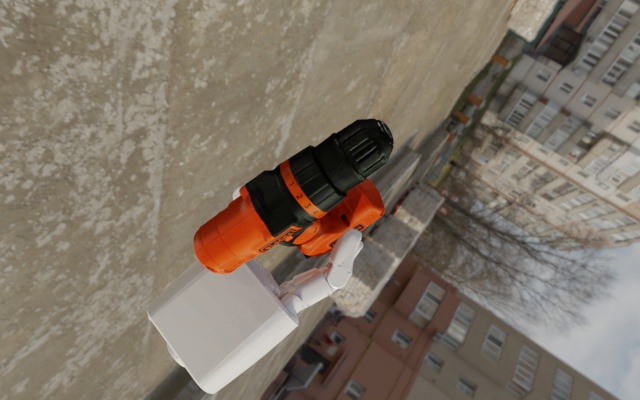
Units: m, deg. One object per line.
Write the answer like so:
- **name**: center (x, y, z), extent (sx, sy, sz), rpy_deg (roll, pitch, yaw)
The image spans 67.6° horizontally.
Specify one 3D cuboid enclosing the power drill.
- **power drill**: center (0.000, 0.002, 0.439), extent (0.184, 0.057, 0.187), rpy_deg (-32, -16, 15)
